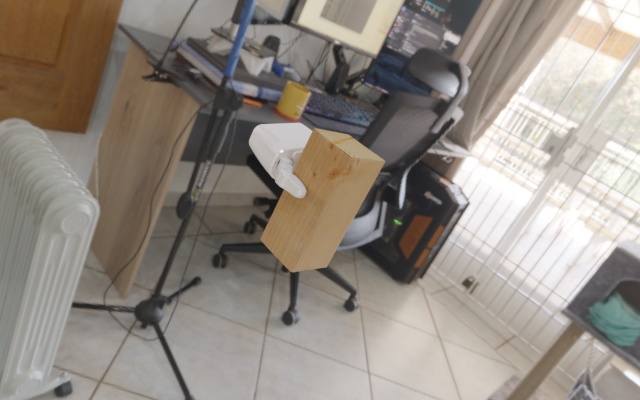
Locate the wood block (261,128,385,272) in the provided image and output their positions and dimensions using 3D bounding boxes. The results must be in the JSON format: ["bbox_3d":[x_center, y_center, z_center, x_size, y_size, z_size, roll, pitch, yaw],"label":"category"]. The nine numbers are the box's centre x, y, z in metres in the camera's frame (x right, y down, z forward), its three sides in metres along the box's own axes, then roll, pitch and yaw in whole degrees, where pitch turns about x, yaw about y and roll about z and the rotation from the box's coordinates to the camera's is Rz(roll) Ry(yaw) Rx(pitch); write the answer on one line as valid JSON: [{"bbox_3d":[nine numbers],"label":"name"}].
[{"bbox_3d":[0.000,0.002,0.753,0.091,0.206,0.090,1,33,-49],"label":"wood block"}]
